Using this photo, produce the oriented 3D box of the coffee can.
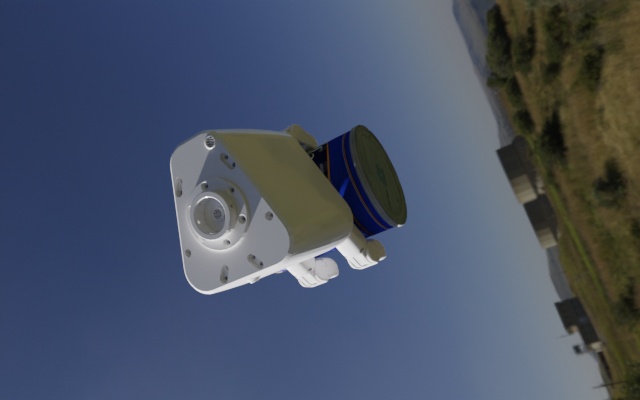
[{"bbox_3d":[0.000,0.001,0.474,0.140,0.103,0.103,-24,-10,23],"label":"coffee can"}]
